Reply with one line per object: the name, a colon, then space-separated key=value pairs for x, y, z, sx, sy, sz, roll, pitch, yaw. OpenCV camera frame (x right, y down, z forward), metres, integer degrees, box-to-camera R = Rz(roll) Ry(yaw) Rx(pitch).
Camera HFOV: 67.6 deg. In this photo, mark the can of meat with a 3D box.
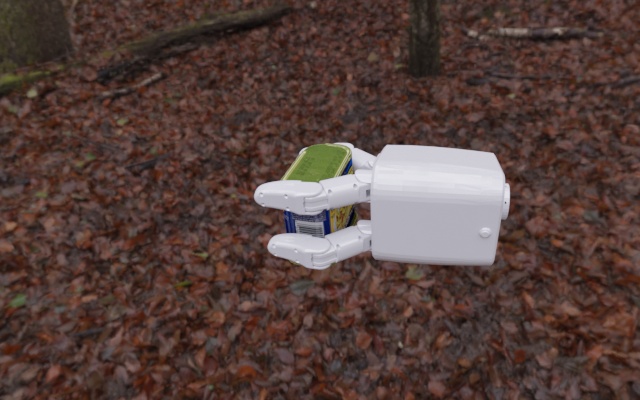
can of meat: x=0.000 y=0.001 z=0.476 sx=0.057 sy=0.084 sz=0.102 roll=7 pitch=35 yaw=17
